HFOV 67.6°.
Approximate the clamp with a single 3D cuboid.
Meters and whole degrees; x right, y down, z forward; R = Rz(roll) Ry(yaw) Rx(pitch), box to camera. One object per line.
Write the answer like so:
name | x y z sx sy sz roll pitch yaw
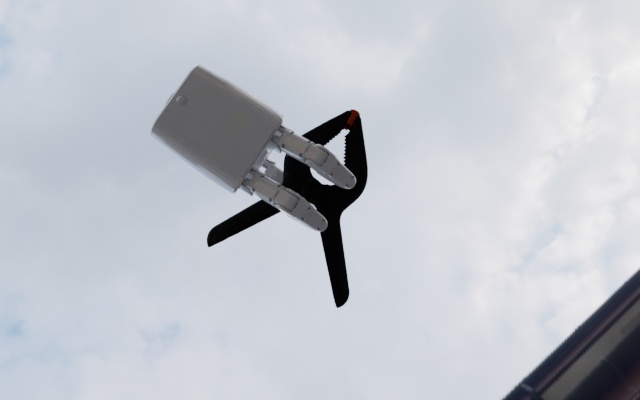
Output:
clamp | 0.000 0.001 0.523 0.164 0.210 0.036 33 -8 -7
